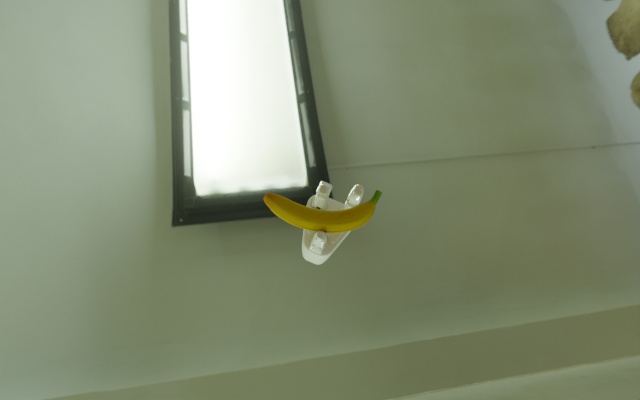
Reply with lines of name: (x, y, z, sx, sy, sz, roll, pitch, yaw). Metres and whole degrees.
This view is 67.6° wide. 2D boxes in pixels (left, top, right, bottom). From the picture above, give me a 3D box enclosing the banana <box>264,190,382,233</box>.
banana: (0.004, 0.021, 0.798, 0.198, 0.069, 0.037, -1, -14, -5)
